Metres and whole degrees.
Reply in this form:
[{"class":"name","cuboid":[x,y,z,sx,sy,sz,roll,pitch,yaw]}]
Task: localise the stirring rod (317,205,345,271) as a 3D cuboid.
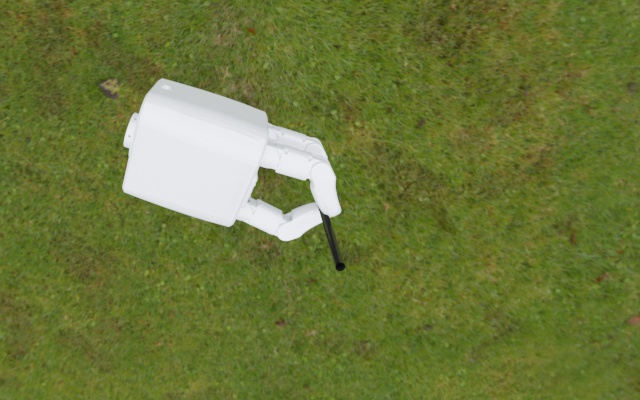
[{"class":"stirring rod","cuboid":[0.000,0.002,0.485,0.011,0.011,0.239,0,25,-8]}]
